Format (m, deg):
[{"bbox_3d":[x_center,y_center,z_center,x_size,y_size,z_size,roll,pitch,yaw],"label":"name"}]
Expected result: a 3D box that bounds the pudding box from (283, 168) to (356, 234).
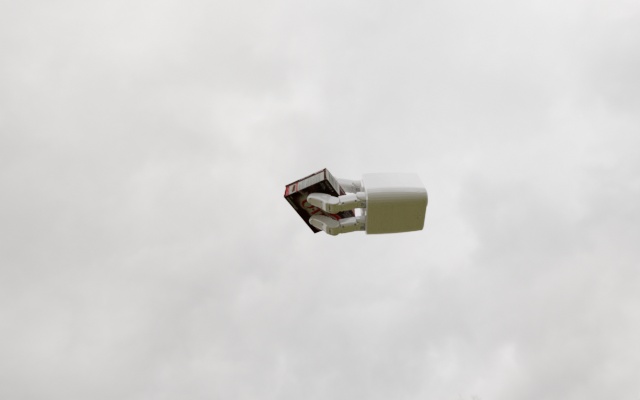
[{"bbox_3d":[0.000,0.003,0.871,0.090,0.113,0.039,-23,36,20],"label":"pudding box"}]
